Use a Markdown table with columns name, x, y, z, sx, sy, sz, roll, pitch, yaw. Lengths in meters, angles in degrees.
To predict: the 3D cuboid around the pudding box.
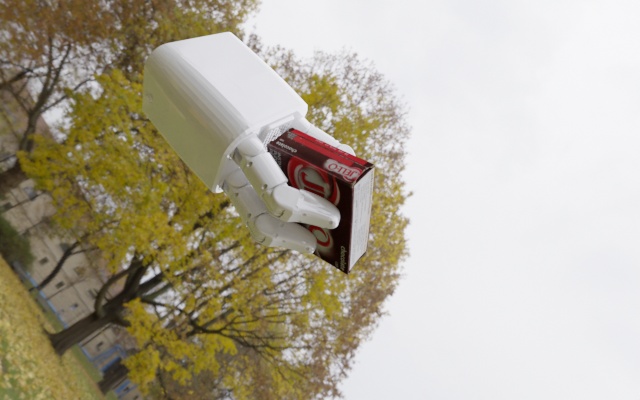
| name | x | y | z | sx | sy | sz | roll | pitch | yaw |
| --- | --- | --- | --- | --- | --- | --- | --- | --- | --- |
| pudding box | 0.000 | 0.001 | 0.428 | 0.090 | 0.114 | 0.039 | 28 | 52 | 28 |
